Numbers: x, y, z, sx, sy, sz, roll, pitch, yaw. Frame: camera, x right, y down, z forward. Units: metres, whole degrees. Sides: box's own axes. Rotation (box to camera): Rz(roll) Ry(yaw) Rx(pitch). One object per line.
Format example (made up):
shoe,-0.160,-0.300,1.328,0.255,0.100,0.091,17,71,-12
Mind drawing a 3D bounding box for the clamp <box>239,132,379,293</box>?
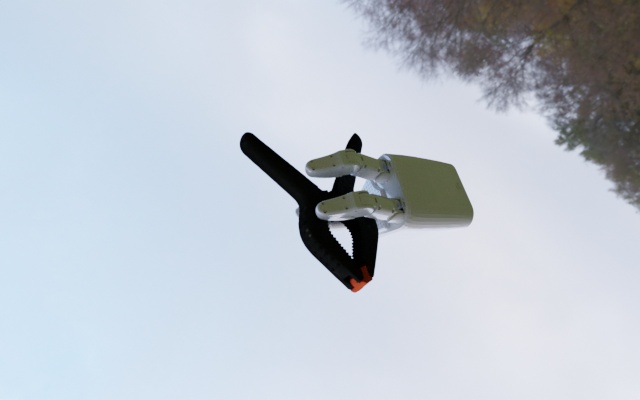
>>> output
clamp,0.000,0.003,0.536,0.164,0.209,0.036,1,-33,-27
